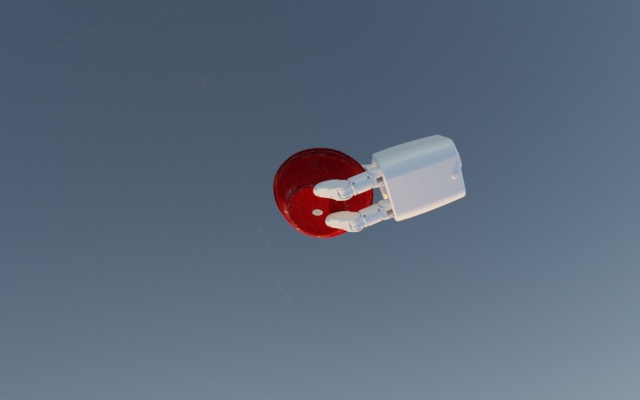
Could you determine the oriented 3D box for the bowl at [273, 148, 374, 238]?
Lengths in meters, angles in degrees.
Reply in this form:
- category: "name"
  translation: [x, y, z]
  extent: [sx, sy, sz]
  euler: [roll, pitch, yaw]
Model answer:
- category: "bowl"
  translation: [-0.001, 0.003, 0.737]
  extent: [0.162, 0.162, 0.055]
  euler: [0, 32, 10]
